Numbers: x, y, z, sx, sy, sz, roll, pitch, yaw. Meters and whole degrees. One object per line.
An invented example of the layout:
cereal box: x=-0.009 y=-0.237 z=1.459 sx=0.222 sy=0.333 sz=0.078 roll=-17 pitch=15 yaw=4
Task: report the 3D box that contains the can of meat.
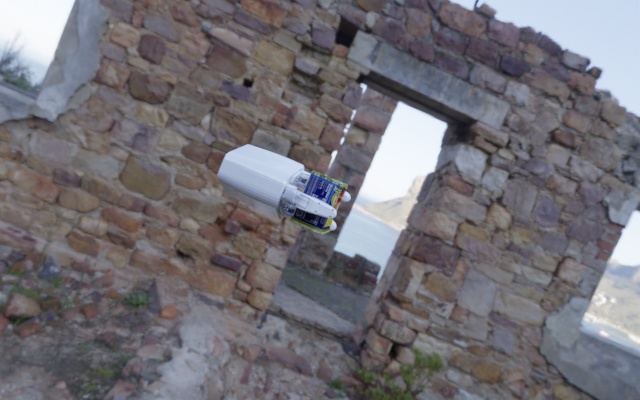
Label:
can of meat: x=0.000 y=0.002 z=0.754 sx=0.057 sy=0.084 sz=0.102 roll=23 pitch=3 yaw=9
